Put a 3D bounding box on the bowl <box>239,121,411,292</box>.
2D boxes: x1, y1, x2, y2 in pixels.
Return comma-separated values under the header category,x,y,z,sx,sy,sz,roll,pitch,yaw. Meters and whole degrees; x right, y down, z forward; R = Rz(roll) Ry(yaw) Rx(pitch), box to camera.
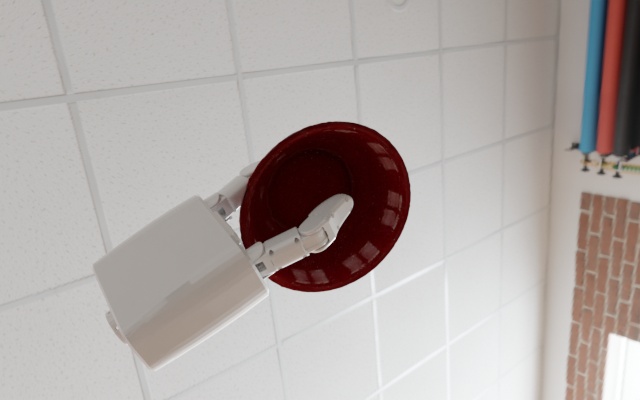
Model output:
category,x,y,z,sx,sy,sz,roll,pitch,yaw
bowl,0.001,0.001,0.441,0.162,0.162,0.055,0,21,-22
